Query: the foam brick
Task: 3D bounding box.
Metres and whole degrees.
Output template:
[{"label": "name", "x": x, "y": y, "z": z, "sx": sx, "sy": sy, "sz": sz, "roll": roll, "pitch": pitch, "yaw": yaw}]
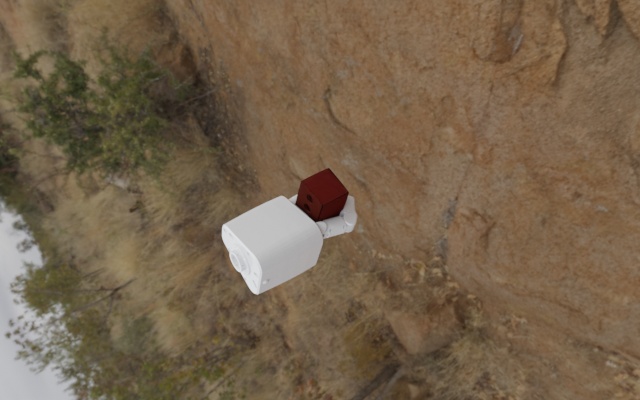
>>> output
[{"label": "foam brick", "x": 0.000, "y": 0.002, "z": 0.707, "sx": 0.051, "sy": 0.053, "sz": 0.078, "roll": -25, "pitch": -28, "yaw": -29}]
